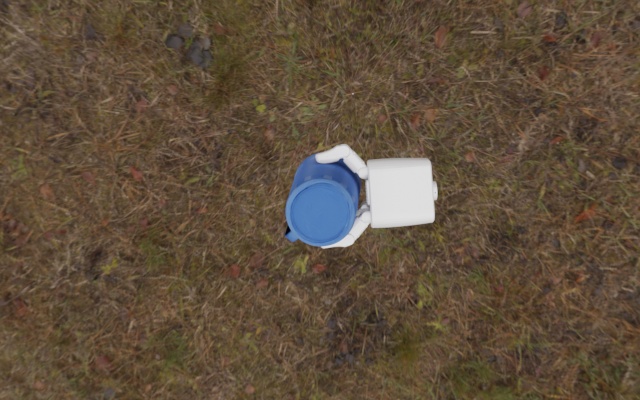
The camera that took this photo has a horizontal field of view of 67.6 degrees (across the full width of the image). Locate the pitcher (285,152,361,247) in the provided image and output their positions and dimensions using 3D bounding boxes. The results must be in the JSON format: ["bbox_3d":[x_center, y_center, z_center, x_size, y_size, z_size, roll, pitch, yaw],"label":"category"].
[{"bbox_3d":[0.000,0.003,0.834,0.145,0.149,0.242,-3,12,4],"label":"pitcher"}]
